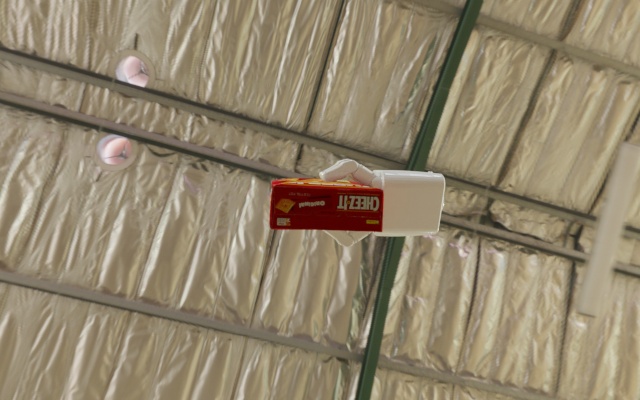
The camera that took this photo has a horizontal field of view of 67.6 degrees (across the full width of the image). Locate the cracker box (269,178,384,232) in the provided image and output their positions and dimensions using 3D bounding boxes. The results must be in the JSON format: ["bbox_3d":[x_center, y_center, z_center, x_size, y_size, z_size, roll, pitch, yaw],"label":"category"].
[{"bbox_3d":[0.000,0.003,0.779,0.164,0.072,0.213,2,4,-6],"label":"cracker box"}]
